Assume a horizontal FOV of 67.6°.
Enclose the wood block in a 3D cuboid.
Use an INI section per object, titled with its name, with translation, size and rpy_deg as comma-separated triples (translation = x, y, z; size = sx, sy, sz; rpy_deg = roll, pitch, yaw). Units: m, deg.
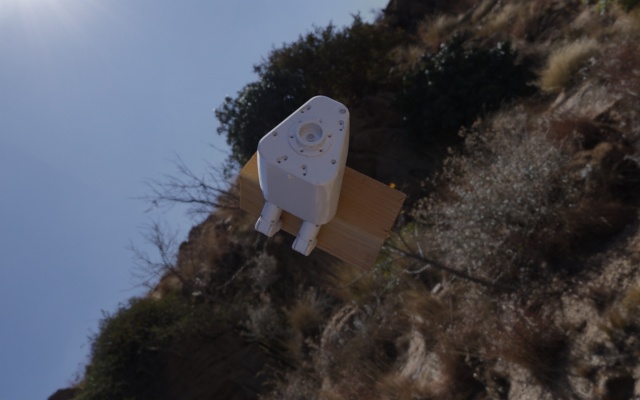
[wood block]
translation = 0.000, 0.002, 0.661
size = 0.206, 0.090, 0.090
rpy_deg = 26, -34, 10
